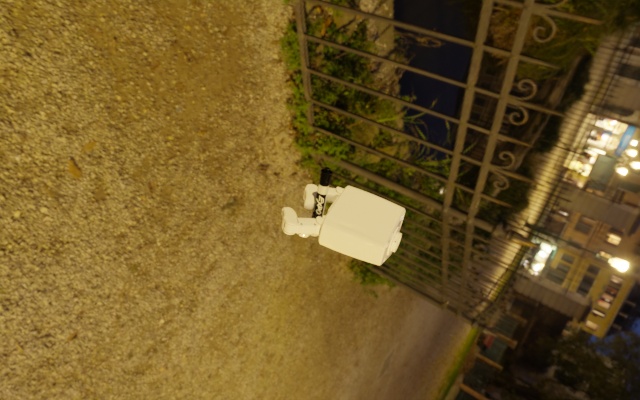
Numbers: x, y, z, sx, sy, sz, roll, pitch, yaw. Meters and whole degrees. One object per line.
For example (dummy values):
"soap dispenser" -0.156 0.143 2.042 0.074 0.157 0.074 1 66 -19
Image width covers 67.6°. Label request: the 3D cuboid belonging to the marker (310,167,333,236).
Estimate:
"marker" 0.000 0.002 0.754 0.020 0.121 0.020 9 29 -5
